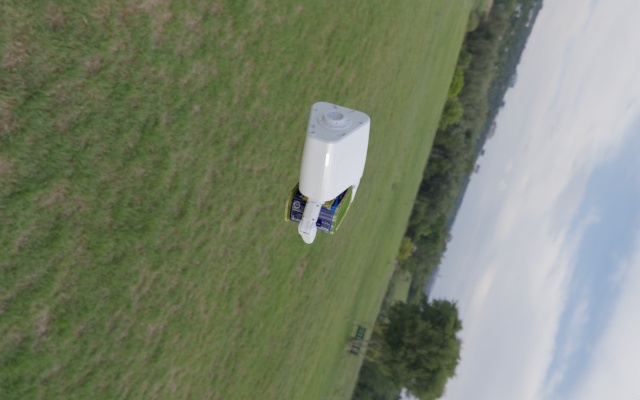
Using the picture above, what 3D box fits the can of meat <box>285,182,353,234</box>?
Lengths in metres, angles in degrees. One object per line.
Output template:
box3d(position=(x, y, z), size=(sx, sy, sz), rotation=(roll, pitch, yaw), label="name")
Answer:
box3d(position=(0.000, 0.003, 0.787), size=(0.084, 0.057, 0.102), rotation=(18, 38, 12), label="can of meat")
